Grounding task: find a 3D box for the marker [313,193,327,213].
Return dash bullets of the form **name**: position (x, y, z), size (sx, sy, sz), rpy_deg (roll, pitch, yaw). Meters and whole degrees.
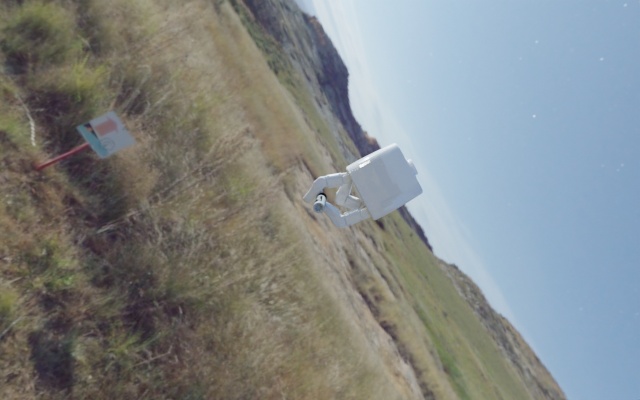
- **marker**: position (0.000, 0.003, 0.852), size (0.020, 0.020, 0.121), rpy_deg (0, 9, 3)
